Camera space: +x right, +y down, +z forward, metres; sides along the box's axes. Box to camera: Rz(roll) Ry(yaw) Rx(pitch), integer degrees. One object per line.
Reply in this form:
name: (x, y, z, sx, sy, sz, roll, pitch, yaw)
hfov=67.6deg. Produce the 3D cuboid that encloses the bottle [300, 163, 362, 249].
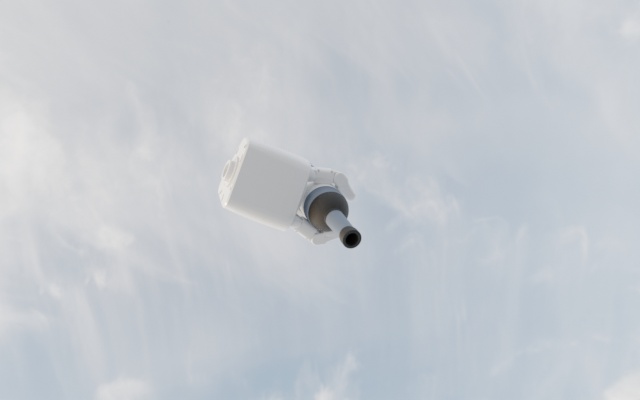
bottle: (0.000, 0.002, 0.764, 0.069, 0.069, 0.295, 0, 20, -18)
